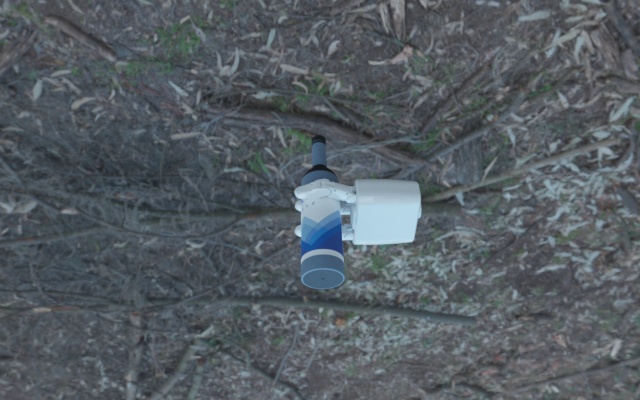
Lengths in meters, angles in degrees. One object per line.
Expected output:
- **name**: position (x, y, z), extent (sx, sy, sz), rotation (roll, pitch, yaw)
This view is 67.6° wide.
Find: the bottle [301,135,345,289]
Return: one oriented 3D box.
- **bottle**: position (0.000, 0.003, 0.814), extent (0.069, 0.295, 0.069), rotation (-1, -37, -1)
